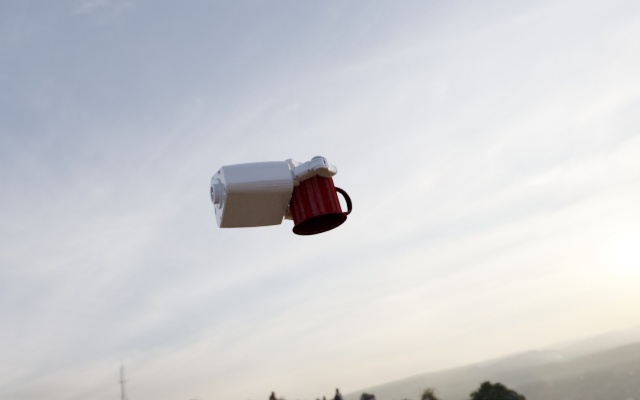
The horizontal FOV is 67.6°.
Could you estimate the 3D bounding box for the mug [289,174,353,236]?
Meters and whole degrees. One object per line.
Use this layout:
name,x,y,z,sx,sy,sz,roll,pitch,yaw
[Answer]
mug,0.001,0.002,0.792,0.117,0.081,0.093,-4,-24,-26
